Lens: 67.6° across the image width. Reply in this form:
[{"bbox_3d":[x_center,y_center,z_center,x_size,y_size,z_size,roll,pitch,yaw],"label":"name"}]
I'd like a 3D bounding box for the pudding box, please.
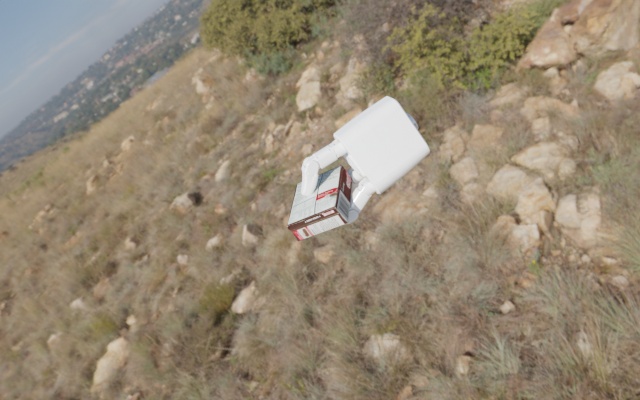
[{"bbox_3d":[0.000,0.002,0.749,0.090,0.039,0.113,-23,31,24],"label":"pudding box"}]
